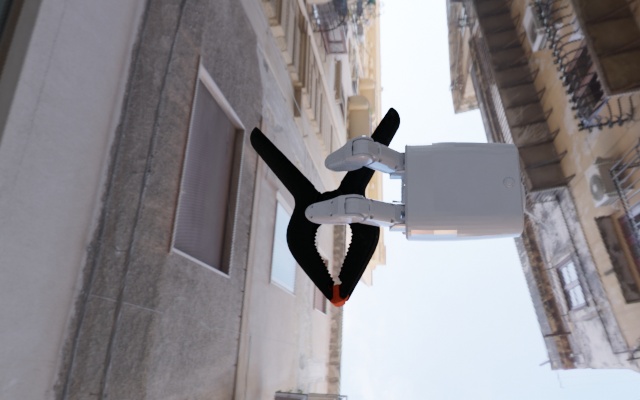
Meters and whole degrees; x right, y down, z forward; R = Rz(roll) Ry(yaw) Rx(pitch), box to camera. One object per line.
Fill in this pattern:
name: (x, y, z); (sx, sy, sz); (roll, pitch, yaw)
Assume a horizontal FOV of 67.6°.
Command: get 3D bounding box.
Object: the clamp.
clamp: (0.000, 0.002, 0.493); (0.164, 0.210, 0.036); (-1, -19, 11)
